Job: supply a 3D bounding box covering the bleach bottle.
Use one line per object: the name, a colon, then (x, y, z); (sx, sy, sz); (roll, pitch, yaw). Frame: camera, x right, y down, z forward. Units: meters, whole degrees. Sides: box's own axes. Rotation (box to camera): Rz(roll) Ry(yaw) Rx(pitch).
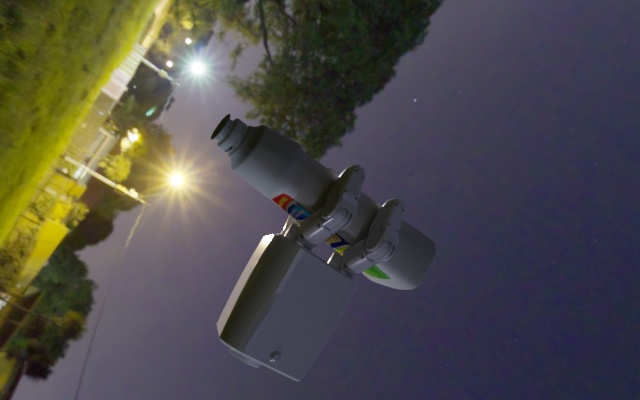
bleach bottle: (0.000, 0.002, 0.478); (0.251, 0.068, 0.102); (36, -14, -25)
